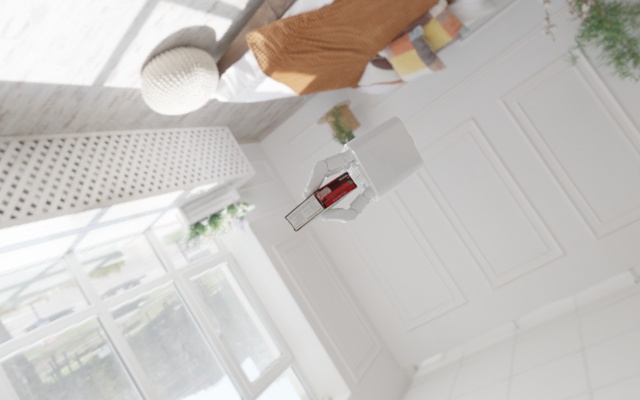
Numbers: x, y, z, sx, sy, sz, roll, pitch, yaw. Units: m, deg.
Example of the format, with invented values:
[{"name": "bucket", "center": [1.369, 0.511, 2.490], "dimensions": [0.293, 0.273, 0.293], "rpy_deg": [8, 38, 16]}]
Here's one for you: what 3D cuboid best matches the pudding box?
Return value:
[{"name": "pudding box", "center": [0.000, 0.003, 0.832], "dimensions": [0.090, 0.039, 0.113], "rpy_deg": [-32, -6, -38]}]
